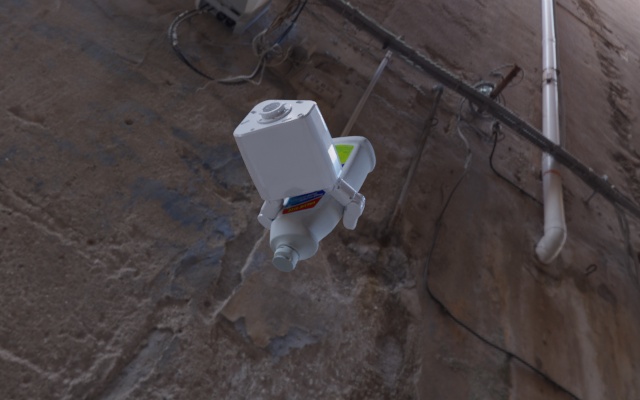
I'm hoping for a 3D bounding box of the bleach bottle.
[{"bbox_3d":[0.000,0.002,0.693,0.102,0.068,0.250,-2,39,26],"label":"bleach bottle"}]
